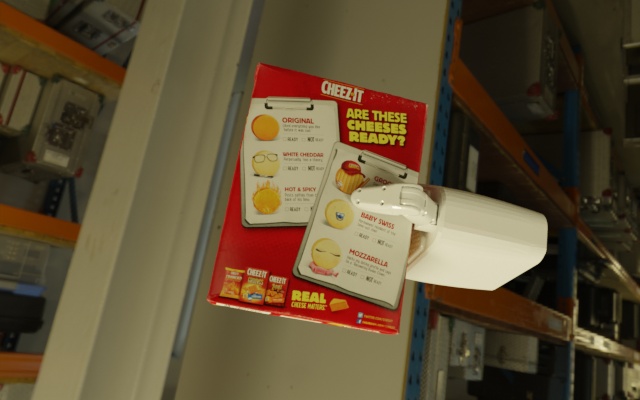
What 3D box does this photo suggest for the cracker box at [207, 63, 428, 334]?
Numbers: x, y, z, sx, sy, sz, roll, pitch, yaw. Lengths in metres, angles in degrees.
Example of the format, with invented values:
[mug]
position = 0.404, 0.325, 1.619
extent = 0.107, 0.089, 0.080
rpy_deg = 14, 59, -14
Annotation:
[cracker box]
position = 0.000, 0.002, 0.440
extent = 0.164, 0.213, 0.072
rpy_deg = 12, -14, -9
